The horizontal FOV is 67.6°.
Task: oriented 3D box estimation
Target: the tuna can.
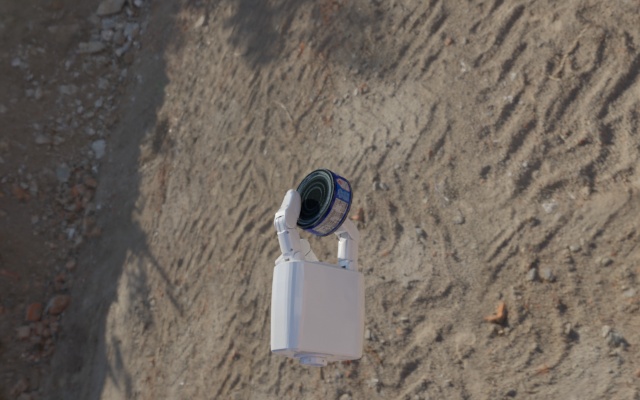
[{"bbox_3d":[0.000,0.002,0.624,0.034,0.086,0.086,26,-16,-36],"label":"tuna can"}]
